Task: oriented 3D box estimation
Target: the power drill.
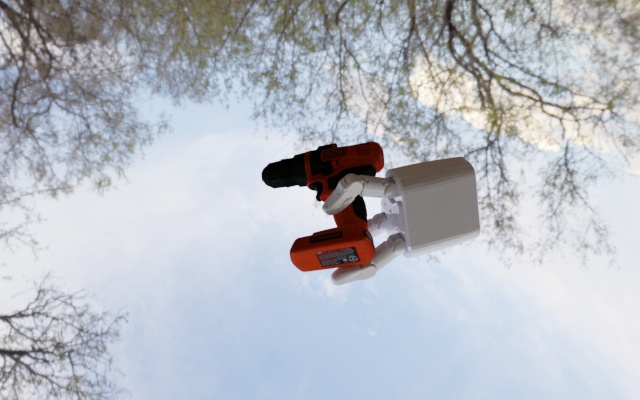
[{"bbox_3d":[0.000,0.002,0.653,0.184,0.187,0.057,-11,-39,14],"label":"power drill"}]
